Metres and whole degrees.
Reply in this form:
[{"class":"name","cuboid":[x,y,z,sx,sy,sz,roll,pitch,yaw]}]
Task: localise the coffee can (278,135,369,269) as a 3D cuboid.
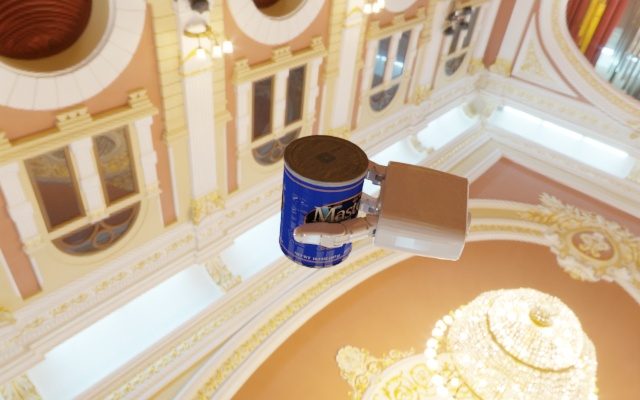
[{"class":"coffee can","cuboid":[0.000,0.002,0.612,0.103,0.140,0.102,5,38,-4]}]
